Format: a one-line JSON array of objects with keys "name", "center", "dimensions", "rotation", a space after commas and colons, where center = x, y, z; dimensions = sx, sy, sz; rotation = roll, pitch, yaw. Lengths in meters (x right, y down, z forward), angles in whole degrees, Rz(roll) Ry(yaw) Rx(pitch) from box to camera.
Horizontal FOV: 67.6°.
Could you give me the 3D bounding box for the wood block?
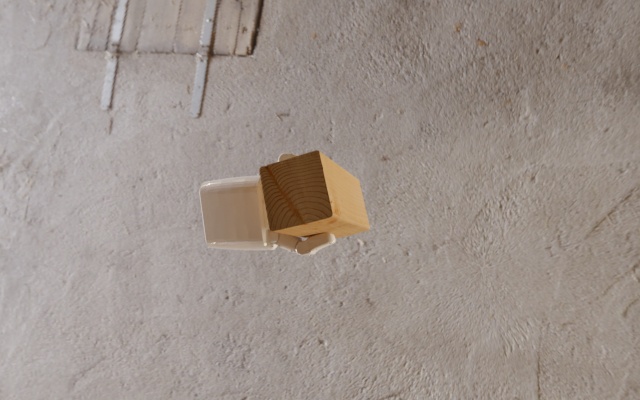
[{"name": "wood block", "center": [0.000, 0.003, 0.706], "dimensions": [0.090, 0.091, 0.206], "rotation": [-15, -12, 17]}]
